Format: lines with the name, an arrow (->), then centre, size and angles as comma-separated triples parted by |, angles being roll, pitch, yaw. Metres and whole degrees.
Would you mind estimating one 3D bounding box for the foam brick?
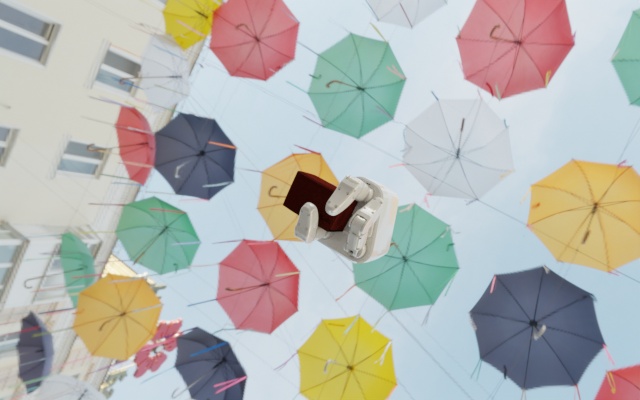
foam brick -> 0.000, 0.002, 0.637 | 0.078, 0.053, 0.051 | 30, 10, 22
